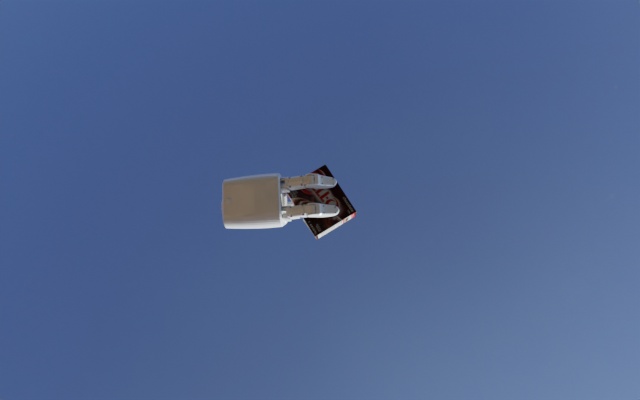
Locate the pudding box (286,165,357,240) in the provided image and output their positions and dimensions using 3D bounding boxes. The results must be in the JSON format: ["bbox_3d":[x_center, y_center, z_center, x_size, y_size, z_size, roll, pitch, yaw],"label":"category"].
[{"bbox_3d":[0.000,0.003,0.887,0.090,0.113,0.039,-31,-14,-7],"label":"pudding box"}]
